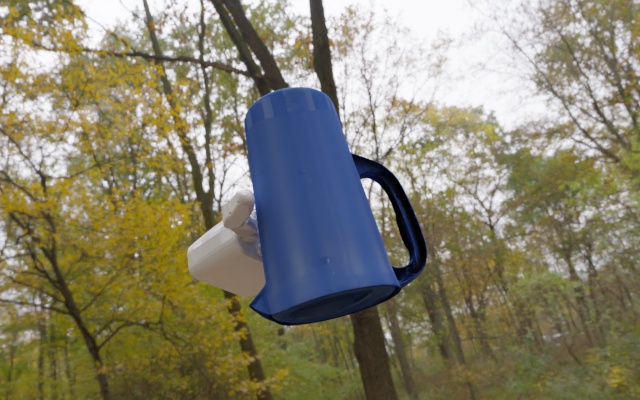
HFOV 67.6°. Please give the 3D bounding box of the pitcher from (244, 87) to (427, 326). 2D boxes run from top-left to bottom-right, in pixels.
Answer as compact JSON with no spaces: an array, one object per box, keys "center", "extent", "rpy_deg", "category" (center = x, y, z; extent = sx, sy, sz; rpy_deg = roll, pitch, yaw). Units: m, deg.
[{"center":[0.000,0.002,0.516],"extent":[0.145,0.242,0.149],"rpy_deg":[-31,-28,36],"category":"pitcher"}]
